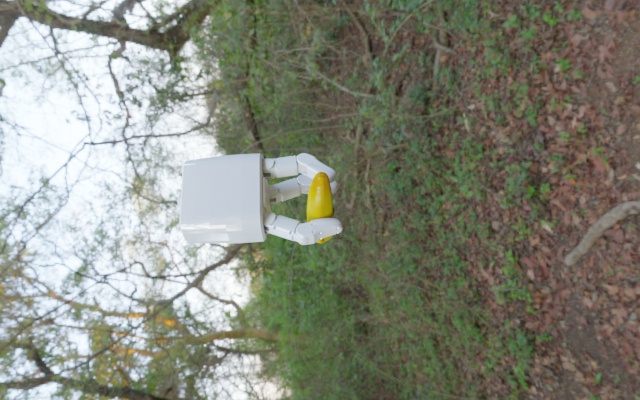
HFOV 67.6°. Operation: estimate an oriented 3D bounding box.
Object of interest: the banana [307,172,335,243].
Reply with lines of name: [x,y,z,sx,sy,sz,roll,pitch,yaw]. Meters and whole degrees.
banana: [0.000,0.021,0.671,0.037,0.069,0.198,0,-15,3]
